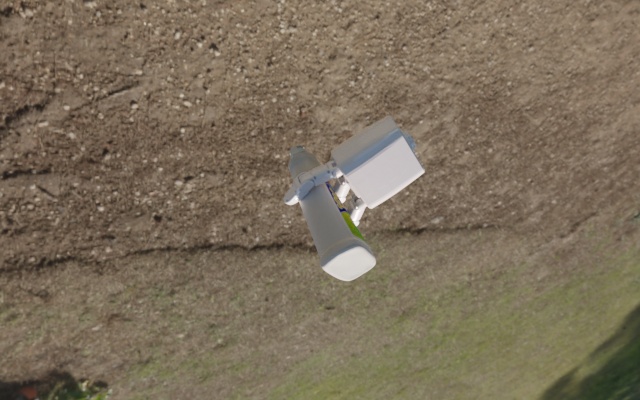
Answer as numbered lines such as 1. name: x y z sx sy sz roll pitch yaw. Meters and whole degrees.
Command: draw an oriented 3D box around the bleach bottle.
1. bleach bottle: 0.000 0.003 0.763 0.068 0.250 0.103 -34 -35 11
